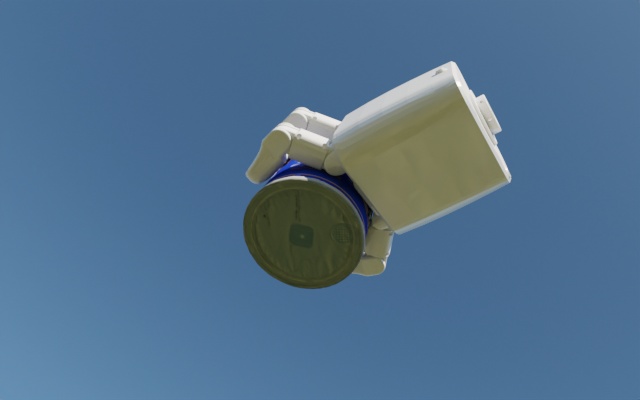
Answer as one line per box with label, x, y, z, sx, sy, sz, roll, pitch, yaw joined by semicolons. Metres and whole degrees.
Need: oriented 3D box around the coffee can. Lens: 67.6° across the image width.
coffee can;0.000;0.002;0.450;0.103;0.103;0.140;0;24;14
